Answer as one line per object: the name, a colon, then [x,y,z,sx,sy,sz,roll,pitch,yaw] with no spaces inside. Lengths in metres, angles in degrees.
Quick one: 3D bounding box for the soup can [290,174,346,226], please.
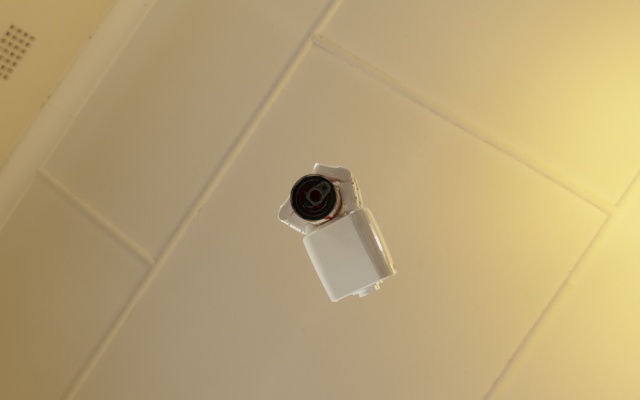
soup can: [0.000,0.002,0.714,0.068,0.068,0.102,0,-8,12]
